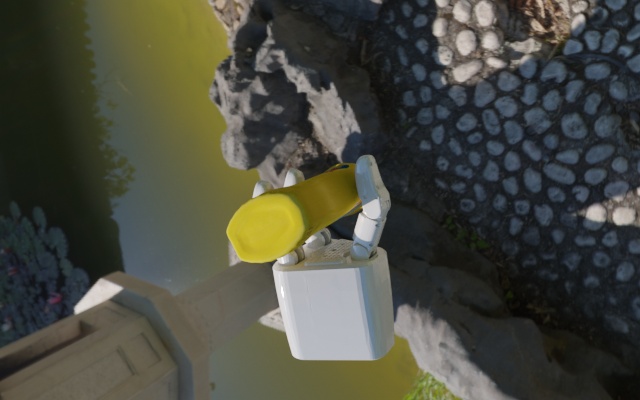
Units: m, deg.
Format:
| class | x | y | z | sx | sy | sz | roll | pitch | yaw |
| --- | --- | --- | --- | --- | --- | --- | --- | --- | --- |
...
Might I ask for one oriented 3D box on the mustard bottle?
| class | x | y | z | sx | sy | sz | roll | pitch | yaw |
| --- | --- | --- | --- | --- | --- | --- | --- | --- | --- |
| mustard bottle | 0.000 | 0.001 | 0.487 | 0.096 | 0.058 | 0.191 | -30 | -3 | 35 |
